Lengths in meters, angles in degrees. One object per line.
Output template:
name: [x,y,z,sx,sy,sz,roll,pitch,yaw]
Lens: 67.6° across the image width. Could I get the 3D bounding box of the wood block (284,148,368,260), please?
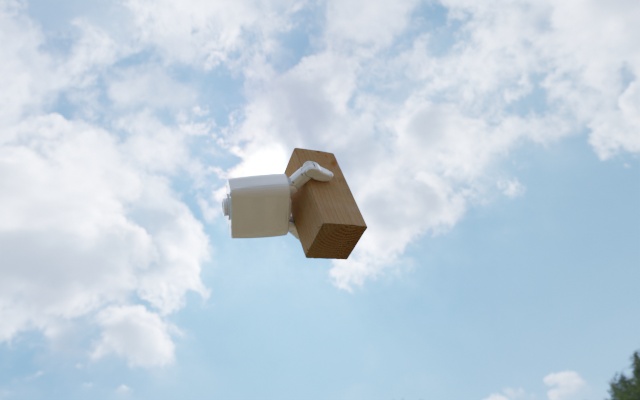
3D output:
wood block: [0.000,0.003,0.897,0.090,0.091,0.206,6,41,-27]
